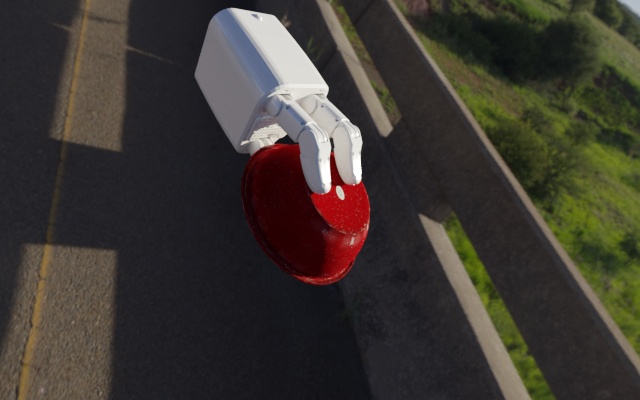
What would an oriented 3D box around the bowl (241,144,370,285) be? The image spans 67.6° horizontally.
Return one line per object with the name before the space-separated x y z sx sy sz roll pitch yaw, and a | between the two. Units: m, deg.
bowl | 0.001 0.003 0.491 0.055 0.162 0.162 -30 -20 38
